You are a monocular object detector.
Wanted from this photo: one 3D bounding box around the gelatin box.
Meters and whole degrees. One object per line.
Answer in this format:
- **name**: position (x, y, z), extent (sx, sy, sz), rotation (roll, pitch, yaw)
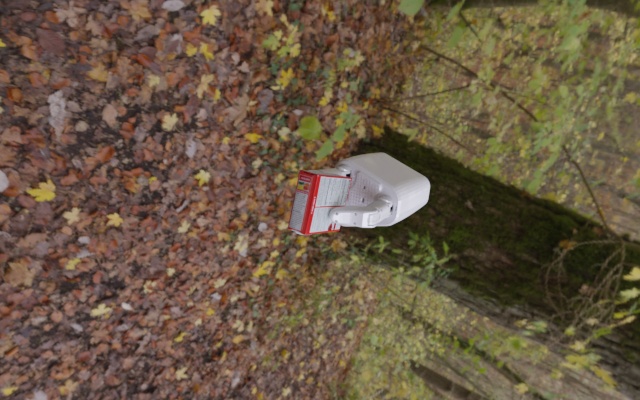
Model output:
- **gelatin box**: position (0.000, 0.002, 0.593), extent (0.030, 0.073, 0.089), rotation (17, 9, 29)
